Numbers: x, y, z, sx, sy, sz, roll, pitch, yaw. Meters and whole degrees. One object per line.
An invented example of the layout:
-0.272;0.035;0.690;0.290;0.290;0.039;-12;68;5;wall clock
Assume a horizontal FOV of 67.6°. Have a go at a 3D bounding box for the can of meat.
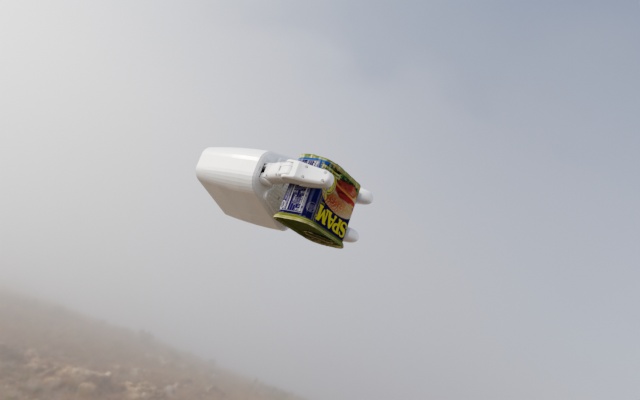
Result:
0.000;0.002;0.582;0.057;0.084;0.102;9;-18;35;can of meat
